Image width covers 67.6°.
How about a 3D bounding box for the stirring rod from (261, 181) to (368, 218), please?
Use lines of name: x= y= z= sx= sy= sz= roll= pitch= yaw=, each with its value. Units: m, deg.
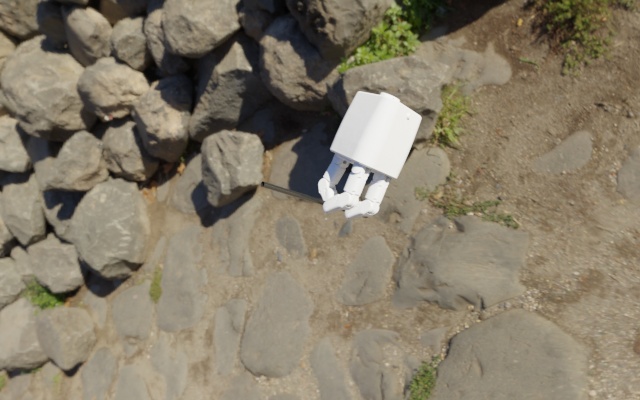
stirring rod: x=0.000 y=0.002 z=0.739 sx=0.011 sy=0.011 sz=0.239 roll=0 pitch=-12 yaw=42
